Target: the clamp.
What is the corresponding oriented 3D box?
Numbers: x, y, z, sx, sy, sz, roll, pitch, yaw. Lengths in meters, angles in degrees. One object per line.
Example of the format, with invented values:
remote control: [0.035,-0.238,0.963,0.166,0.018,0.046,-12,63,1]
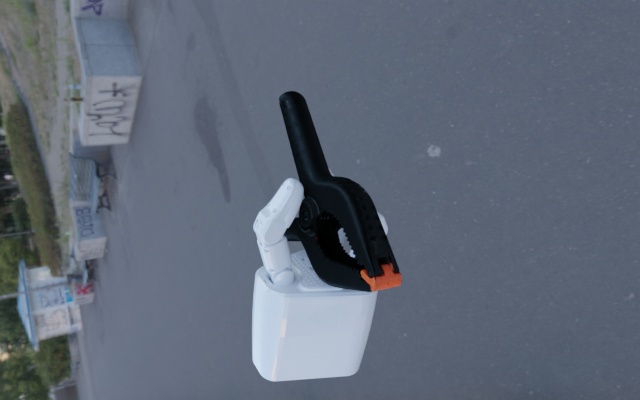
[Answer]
clamp: [0.000,0.002,0.423,0.036,0.165,0.210,-5,25,-31]
